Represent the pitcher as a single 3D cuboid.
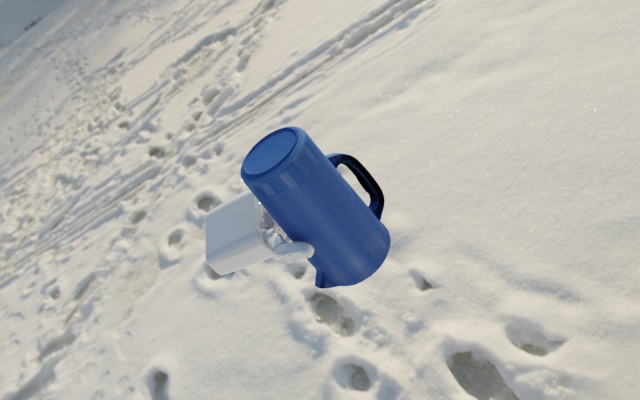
[{"bbox_3d":[0.000,0.002,0.710,0.145,0.149,0.243,-25,-53,19],"label":"pitcher"}]
